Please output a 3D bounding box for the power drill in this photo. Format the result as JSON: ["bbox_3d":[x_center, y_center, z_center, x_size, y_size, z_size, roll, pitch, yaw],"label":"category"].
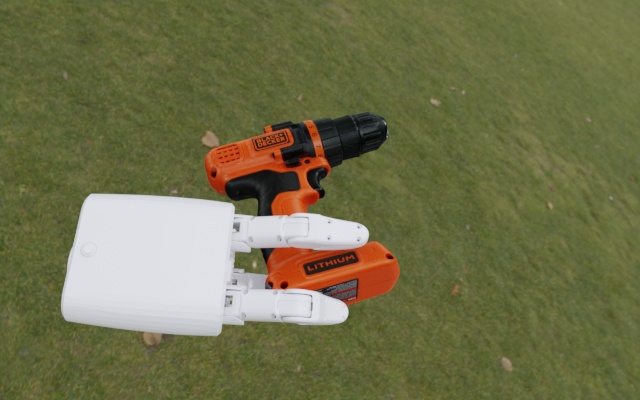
[{"bbox_3d":[0.000,0.002,0.430,0.184,0.187,0.057,-17,-38,-8],"label":"power drill"}]
